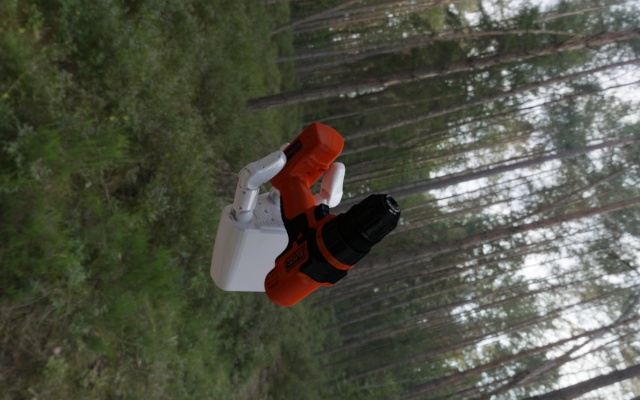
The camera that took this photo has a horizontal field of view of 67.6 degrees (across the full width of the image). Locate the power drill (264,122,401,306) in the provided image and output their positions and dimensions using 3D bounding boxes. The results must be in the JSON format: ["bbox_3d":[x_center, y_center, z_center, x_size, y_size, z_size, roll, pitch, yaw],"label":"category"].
[{"bbox_3d":[0.000,0.002,0.530,0.057,0.187,0.184,28,-53,-33],"label":"power drill"}]
